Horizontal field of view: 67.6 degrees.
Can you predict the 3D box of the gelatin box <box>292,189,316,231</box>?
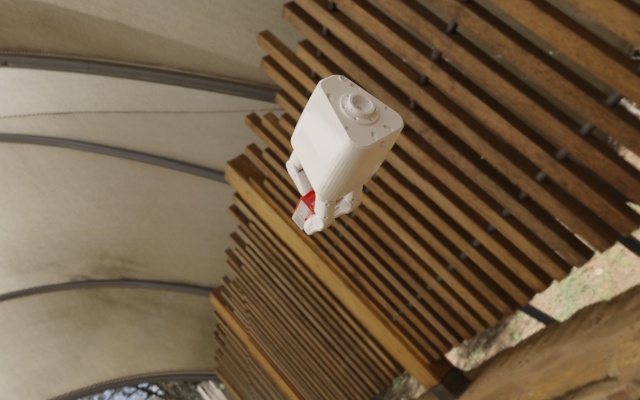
[{"bbox_3d":[0.000,0.002,0.704,0.073,0.030,0.089,-36,-10,-23],"label":"gelatin box"}]
